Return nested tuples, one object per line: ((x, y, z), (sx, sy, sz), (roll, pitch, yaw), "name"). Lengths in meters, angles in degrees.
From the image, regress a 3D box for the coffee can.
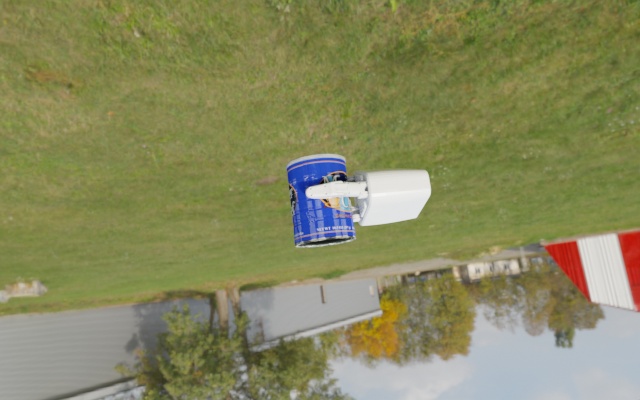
((0.000, 0.002, 0.807), (0.103, 0.140, 0.103), (-7, -11, -1), "coffee can")
